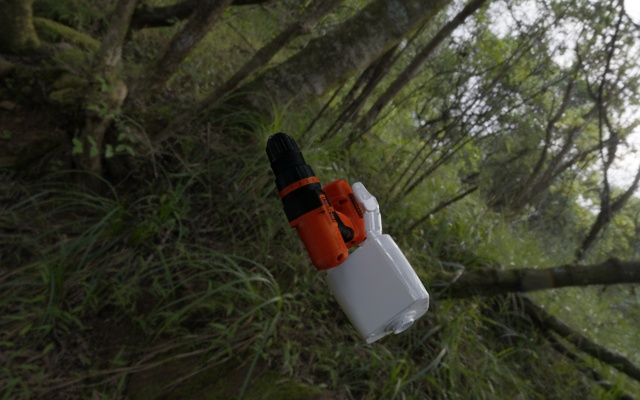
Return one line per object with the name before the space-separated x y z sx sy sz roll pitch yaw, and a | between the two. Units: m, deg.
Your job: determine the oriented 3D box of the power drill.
power drill | 0.000 0.002 0.658 0.057 0.184 0.187 -26 -11 17
